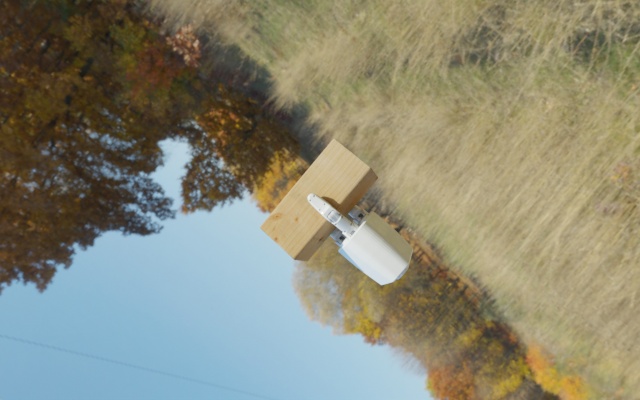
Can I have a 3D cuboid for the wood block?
[{"bbox_3d":[0.000,0.003,0.867,0.090,0.206,0.091,41,3,17],"label":"wood block"}]
